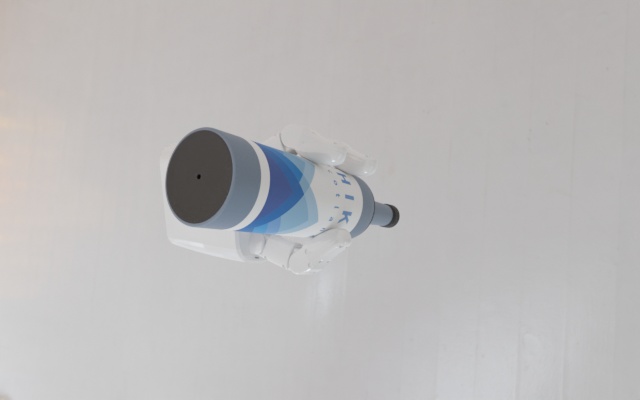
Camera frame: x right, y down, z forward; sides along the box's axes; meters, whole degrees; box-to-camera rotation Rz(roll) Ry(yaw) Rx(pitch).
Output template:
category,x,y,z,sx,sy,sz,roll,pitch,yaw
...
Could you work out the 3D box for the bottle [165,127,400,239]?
category,x,y,z,sx,sy,sz,roll,pitch,yaw
bottle,0.000,0.001,0.433,0.069,0.069,0.296,0,-7,33
